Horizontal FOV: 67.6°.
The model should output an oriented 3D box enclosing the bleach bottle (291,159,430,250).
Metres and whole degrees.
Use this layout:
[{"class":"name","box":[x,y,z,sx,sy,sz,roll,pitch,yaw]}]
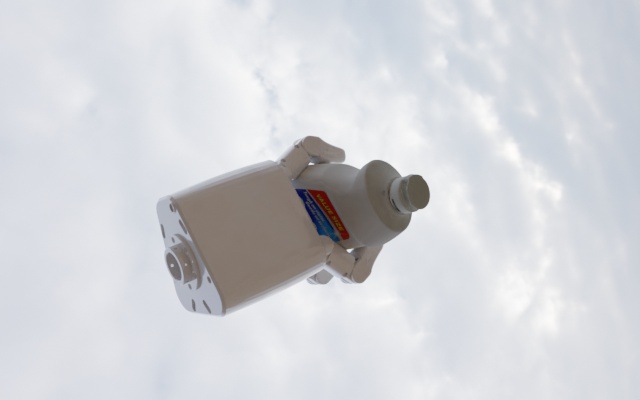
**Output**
[{"class":"bleach bottle","box":[0.000,0.002,0.481,0.068,0.102,0.251,-23,7,-38]}]
